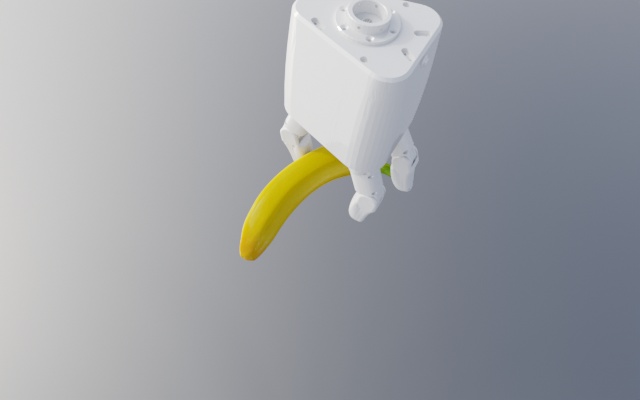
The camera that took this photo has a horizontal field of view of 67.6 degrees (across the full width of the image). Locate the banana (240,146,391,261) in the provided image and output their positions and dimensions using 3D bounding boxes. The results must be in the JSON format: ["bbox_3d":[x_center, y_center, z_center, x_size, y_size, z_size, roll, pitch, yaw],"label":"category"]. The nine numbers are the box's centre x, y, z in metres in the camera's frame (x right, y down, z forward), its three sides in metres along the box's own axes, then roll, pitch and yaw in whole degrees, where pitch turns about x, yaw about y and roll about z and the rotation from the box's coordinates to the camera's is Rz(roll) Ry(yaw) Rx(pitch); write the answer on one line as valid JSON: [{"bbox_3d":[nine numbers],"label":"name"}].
[{"bbox_3d":[-0.008,-0.014,0.484,0.198,0.069,0.037,-29,-22,-22],"label":"banana"}]
